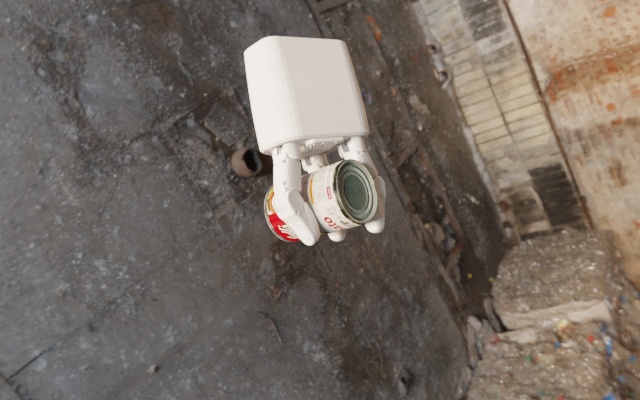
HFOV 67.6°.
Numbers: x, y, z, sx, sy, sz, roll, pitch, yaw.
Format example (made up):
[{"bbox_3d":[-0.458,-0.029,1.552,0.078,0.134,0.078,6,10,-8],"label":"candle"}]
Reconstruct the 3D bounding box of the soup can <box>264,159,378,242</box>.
[{"bbox_3d":[0.000,0.002,0.497,0.102,0.068,0.068,-17,-11,41],"label":"soup can"}]
